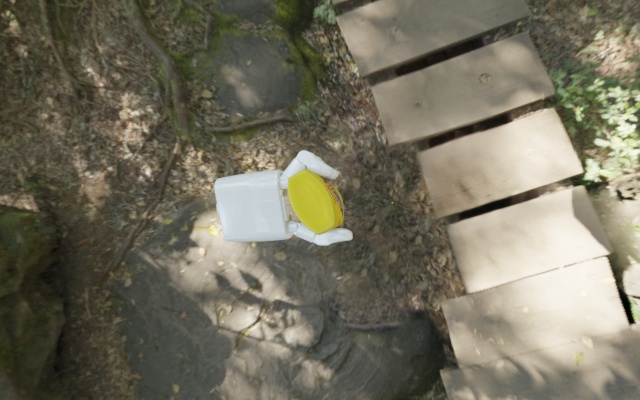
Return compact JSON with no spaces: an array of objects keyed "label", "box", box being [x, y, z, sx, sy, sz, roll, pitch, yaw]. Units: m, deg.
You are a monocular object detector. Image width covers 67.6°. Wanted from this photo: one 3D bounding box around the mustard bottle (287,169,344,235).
[{"label":"mustard bottle","box":[0.000,0.002,0.770,0.058,0.096,0.191,-31,-5,7]}]
